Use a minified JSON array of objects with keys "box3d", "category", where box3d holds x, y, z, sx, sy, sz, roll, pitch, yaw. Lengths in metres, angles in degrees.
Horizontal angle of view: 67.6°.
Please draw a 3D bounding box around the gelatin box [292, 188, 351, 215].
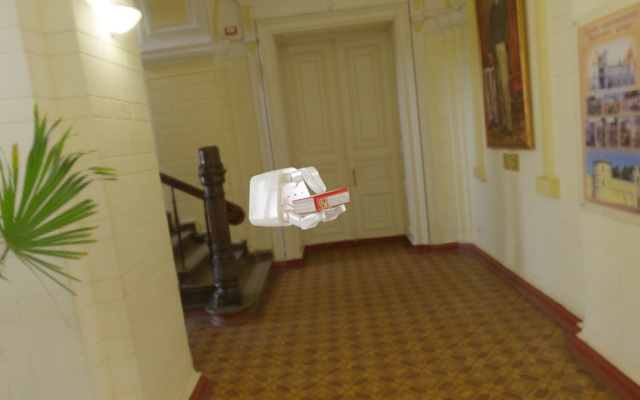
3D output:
[{"box3d":[0.000,0.002,0.869,0.073,0.030,0.089,-14,1,-30],"category":"gelatin box"}]
